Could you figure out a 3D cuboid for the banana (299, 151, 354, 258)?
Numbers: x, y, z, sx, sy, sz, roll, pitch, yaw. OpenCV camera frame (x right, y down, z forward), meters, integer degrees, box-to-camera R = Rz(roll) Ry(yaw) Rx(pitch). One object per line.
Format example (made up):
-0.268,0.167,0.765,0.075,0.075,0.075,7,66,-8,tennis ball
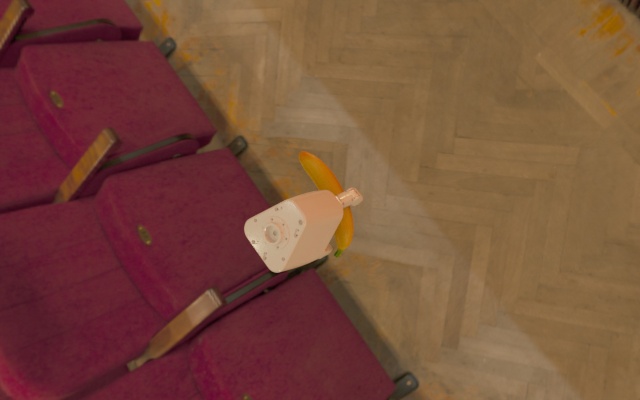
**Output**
0.015,0.001,0.822,0.069,0.198,0.037,-20,-2,37,banana
